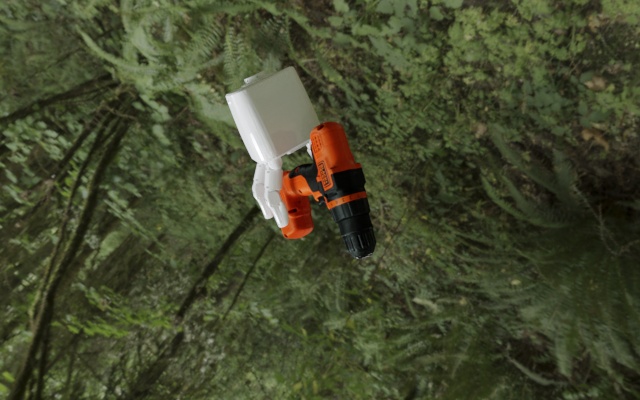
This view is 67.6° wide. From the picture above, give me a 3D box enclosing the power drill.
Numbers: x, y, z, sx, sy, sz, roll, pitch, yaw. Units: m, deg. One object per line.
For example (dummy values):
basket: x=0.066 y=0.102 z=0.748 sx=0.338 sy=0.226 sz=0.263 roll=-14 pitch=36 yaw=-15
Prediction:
power drill: x=0.000 y=0.002 z=0.681 sx=0.057 sy=0.184 sz=0.188 roll=-11 pitch=-8 yaw=-33
